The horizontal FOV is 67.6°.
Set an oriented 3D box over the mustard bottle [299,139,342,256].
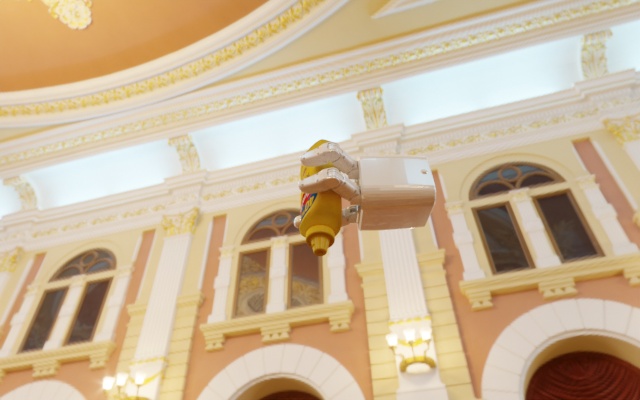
[{"bbox_3d":[0.000,0.002,0.714,0.058,0.191,0.096,16,-46,-16],"label":"mustard bottle"}]
